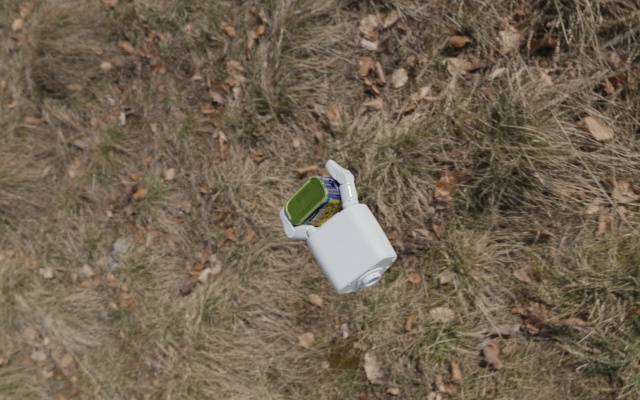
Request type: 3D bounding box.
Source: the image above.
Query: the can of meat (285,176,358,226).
[{"bbox_3d":[0.000,0.003,0.836,0.084,0.057,0.102,4,-39,-49],"label":"can of meat"}]
